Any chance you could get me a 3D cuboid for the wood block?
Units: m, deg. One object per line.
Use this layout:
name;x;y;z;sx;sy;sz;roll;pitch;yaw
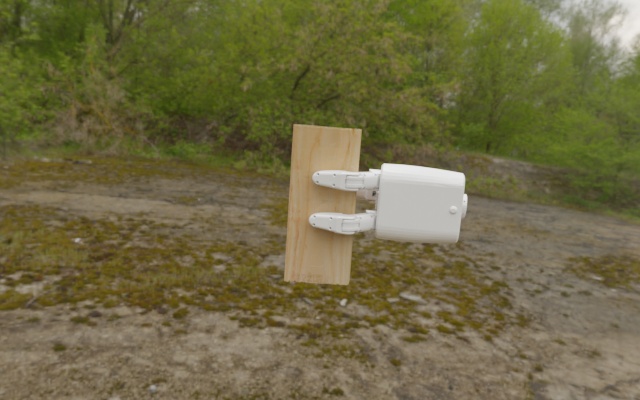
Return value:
wood block;0.001;0.002;0.660;0.090;0.206;0.091;4;9;-2
